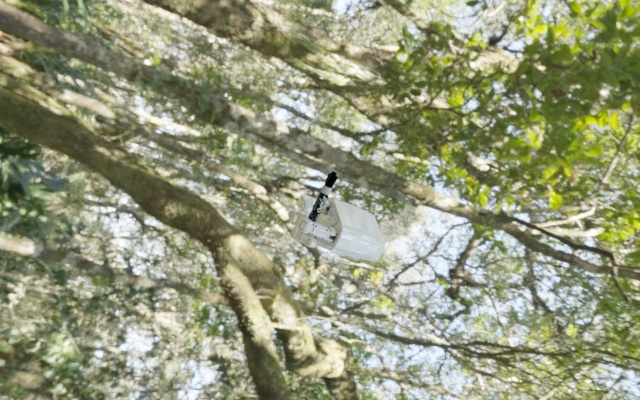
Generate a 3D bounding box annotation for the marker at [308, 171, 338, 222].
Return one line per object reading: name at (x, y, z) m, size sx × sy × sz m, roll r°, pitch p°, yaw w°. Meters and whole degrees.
marker at (0.000, 0.003, 0.863) m, size 0.020 × 0.121 × 0.020 m, roll 24°, pitch 14°, yaw -6°
